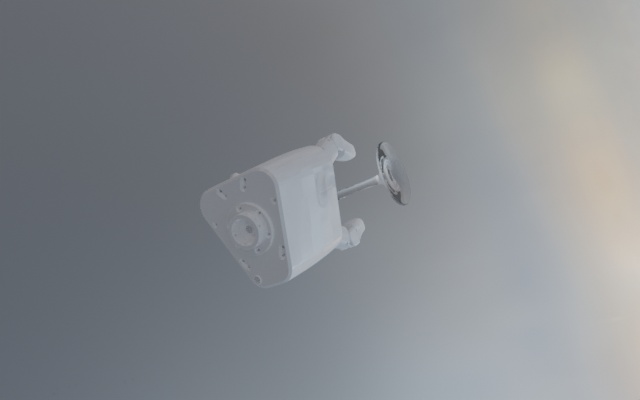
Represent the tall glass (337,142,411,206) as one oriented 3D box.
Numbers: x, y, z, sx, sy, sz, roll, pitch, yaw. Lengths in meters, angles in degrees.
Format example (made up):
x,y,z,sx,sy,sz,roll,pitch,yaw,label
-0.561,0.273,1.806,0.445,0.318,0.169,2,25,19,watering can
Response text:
x,y,z,sx,sy,sz,roll,pitch,yaw,label
0.001,0.002,0.569,0.201,0.079,0.079,-21,-11,30,tall glass
